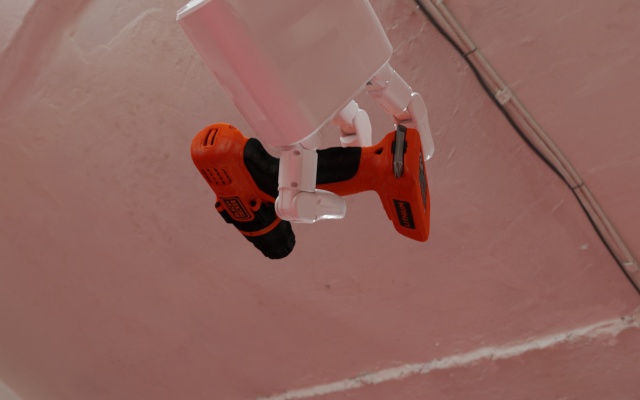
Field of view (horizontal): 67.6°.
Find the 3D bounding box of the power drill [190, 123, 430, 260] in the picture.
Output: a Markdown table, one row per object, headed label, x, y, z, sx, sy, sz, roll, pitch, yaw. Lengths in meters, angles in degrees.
| label | x | y | z | sx | sy | sz | roll | pitch | yaw |
| --- | --- | --- | --- | --- | --- | --- | --- | --- | --- |
| power drill | 0.000 | 0.001 | 0.427 | 0.187 | 0.057 | 0.185 | -3 | -34 | 16 |
